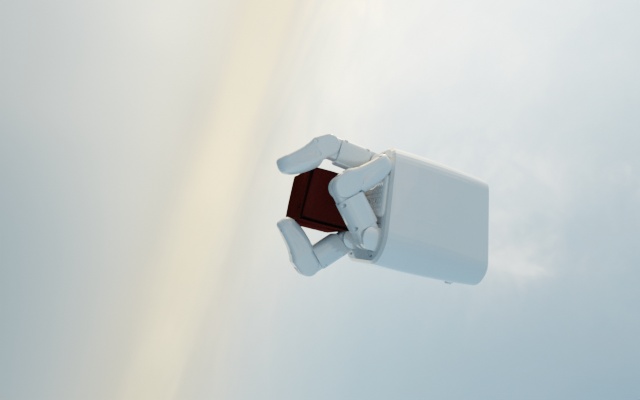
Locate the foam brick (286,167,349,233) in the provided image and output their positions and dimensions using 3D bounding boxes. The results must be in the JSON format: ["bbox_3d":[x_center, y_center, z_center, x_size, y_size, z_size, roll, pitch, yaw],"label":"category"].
[{"bbox_3d":[0.000,0.001,0.477,0.051,0.053,0.078,14,-7,-13],"label":"foam brick"}]
